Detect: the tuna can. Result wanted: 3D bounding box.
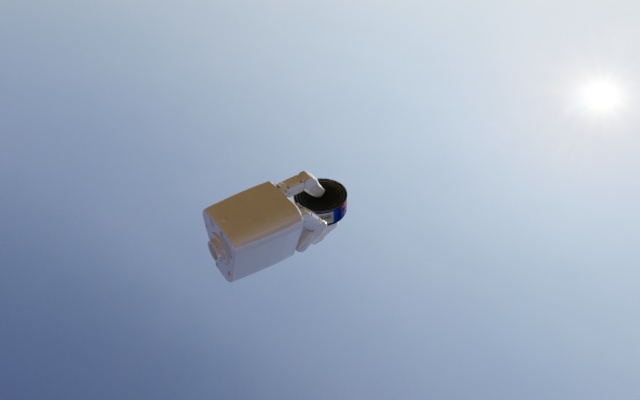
[{"bbox_3d":[0.000,0.003,0.763,0.086,0.034,0.086,-1,39,1],"label":"tuna can"}]
